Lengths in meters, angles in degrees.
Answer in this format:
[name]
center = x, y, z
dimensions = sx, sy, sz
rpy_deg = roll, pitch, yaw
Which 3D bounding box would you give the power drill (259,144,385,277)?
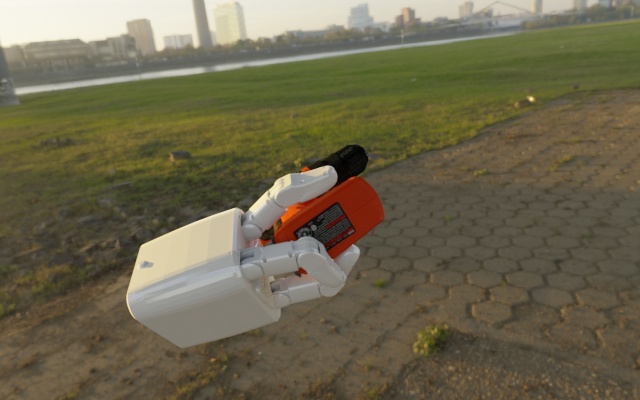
[power drill]
center = 0.000, 0.002, 0.525
dimensions = 0.184, 0.057, 0.187
rpy_deg = -37, 15, -7
